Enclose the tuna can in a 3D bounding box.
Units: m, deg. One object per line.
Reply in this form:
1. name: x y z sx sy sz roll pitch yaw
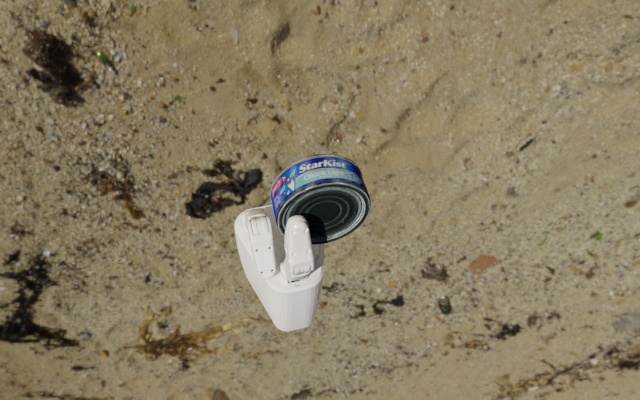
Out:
1. tuna can: 0.000 0.002 0.421 0.086 0.033 0.086 -9 -40 -8
